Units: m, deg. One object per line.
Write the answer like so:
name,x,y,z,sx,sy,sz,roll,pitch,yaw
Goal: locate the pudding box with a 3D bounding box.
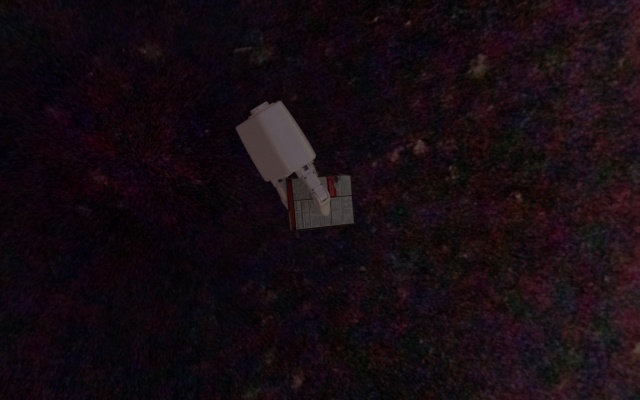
pudding box,0.000,0.003,0.818,0.113,0.090,0.039,-5,2,-18
